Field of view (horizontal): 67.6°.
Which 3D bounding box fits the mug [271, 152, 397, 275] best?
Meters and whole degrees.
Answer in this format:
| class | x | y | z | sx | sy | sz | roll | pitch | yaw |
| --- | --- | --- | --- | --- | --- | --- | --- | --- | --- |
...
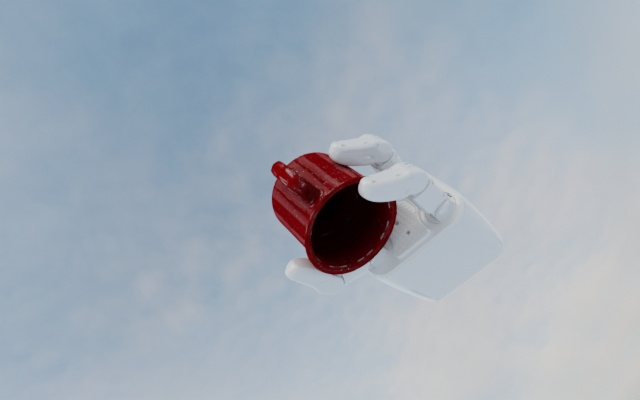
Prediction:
| class | x | y | z | sx | sy | sz | roll | pitch | yaw |
| --- | --- | --- | --- | --- | --- | --- | --- | --- | --- |
| mug | -0.001 | 0.001 | 0.423 | 0.117 | 0.093 | 0.081 | 34 | 4 | -41 |
